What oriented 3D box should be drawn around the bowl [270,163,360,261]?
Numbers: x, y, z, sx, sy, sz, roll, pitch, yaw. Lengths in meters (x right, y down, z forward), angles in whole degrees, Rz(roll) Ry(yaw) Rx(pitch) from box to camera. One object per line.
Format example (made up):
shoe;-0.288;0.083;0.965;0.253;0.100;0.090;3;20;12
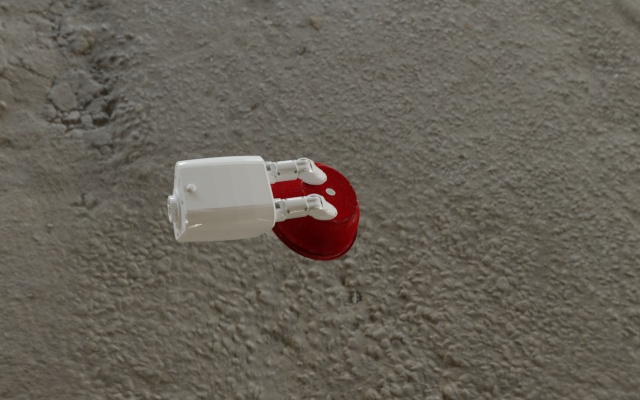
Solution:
bowl;0.001;0.002;0.686;0.162;0.162;0.055;0;-29;-36
